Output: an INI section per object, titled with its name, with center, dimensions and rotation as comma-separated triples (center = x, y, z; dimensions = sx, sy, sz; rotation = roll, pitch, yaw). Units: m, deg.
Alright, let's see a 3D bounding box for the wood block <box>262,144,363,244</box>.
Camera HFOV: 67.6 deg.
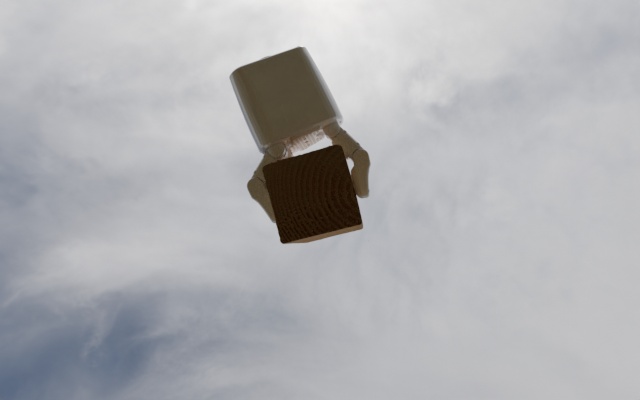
[wood block]
center = 0.000, 0.002, 0.601
dimensions = 0.091, 0.090, 0.206
rotation = -15, -6, 4
